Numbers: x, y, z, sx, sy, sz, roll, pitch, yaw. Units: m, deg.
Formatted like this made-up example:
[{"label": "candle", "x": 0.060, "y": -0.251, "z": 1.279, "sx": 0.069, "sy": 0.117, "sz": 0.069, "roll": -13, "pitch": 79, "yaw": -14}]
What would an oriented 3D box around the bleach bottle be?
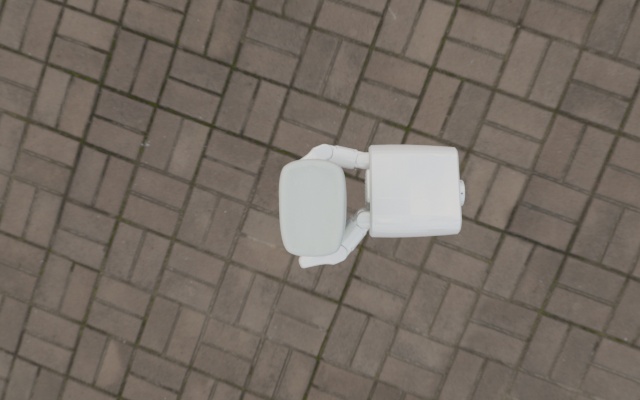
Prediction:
[{"label": "bleach bottle", "x": 0.000, "y": 0.002, "z": 0.596, "sx": 0.068, "sy": 0.102, "sz": 0.251, "roll": 1, "pitch": 4, "yaw": 4}]
